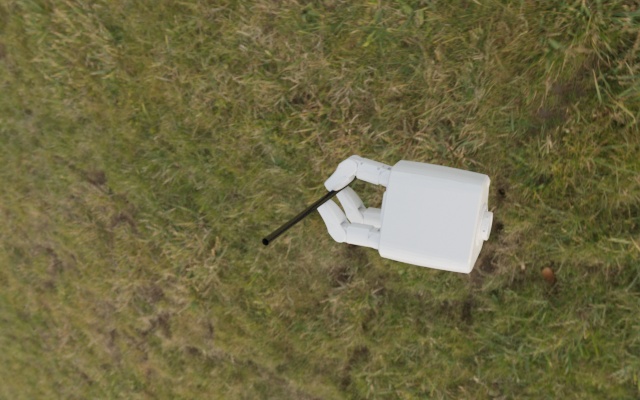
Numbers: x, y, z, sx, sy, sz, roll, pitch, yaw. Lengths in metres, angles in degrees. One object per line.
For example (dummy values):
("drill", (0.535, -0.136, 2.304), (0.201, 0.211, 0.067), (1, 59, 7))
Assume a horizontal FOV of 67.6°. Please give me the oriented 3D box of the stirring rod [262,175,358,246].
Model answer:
("stirring rod", (0.000, 0.002, 0.579), (0.011, 0.011, 0.239), (0, 19, 29))
